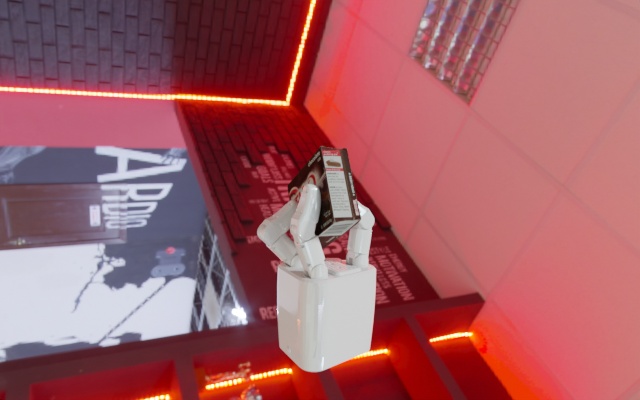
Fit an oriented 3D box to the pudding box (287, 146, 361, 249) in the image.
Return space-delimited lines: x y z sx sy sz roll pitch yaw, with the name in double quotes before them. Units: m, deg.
"pudding box" 0.000 0.002 0.557 0.039 0.090 0.113 0 -22 -27
